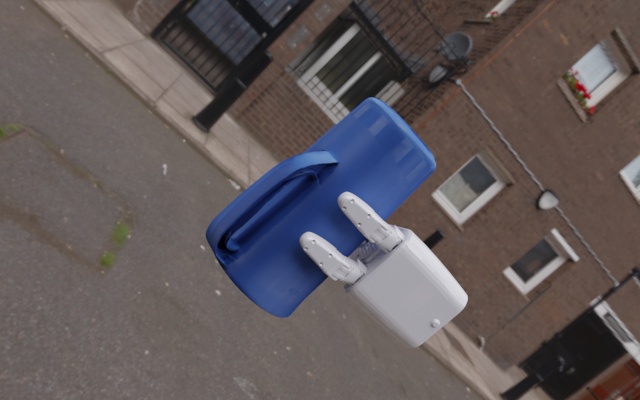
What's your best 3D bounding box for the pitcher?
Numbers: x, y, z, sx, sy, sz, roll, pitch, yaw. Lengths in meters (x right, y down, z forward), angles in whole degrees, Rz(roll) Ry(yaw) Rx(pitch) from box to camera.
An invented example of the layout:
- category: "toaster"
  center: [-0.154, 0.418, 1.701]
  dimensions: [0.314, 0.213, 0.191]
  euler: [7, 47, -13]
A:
- category: "pitcher"
  center: [0.000, 0.002, 0.523]
  dimensions: [0.243, 0.145, 0.149]
  euler: [-43, 12, 8]
